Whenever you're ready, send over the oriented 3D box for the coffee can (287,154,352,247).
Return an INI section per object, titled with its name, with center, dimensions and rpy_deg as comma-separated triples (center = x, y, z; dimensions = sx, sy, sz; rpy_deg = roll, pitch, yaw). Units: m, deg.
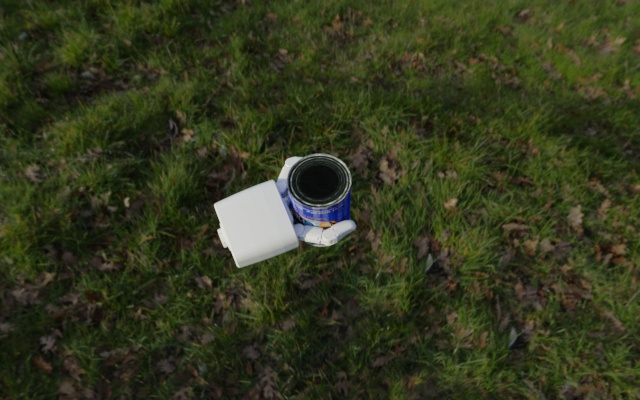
[coffee can]
center = 0.000, 0.003, 0.805
dimensions = 0.103, 0.102, 0.140
rpy_deg = 0, -30, 2
